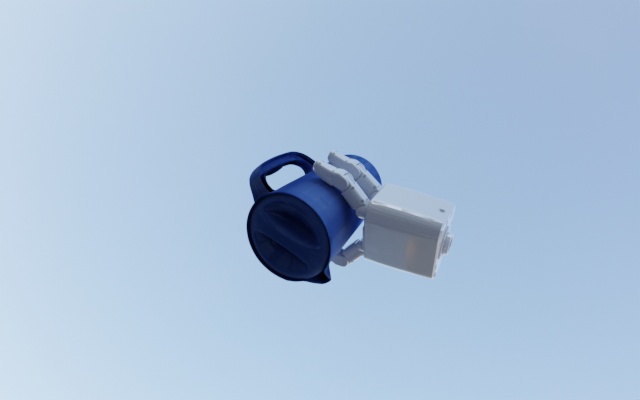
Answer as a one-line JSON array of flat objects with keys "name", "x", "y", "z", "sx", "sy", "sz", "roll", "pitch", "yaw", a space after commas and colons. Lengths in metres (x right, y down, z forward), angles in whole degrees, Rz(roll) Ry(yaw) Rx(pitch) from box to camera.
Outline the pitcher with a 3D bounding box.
[{"name": "pitcher", "x": 0.000, "y": 0.003, "z": 0.735, "sx": 0.145, "sy": 0.149, "sz": 0.242, "roll": 16, "pitch": 28, "yaw": 22}]
